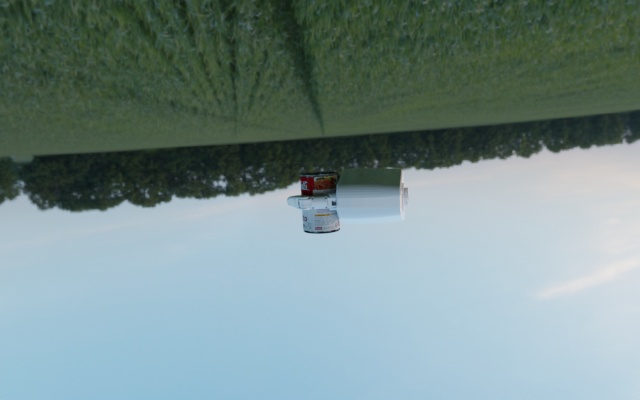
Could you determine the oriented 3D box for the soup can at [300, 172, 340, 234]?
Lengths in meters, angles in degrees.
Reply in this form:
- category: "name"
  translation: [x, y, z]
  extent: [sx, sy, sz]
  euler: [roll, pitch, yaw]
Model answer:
- category: "soup can"
  translation: [0.000, 0.003, 0.840]
  extent: [0.068, 0.102, 0.068]
  euler: [-3, 7, 0]
